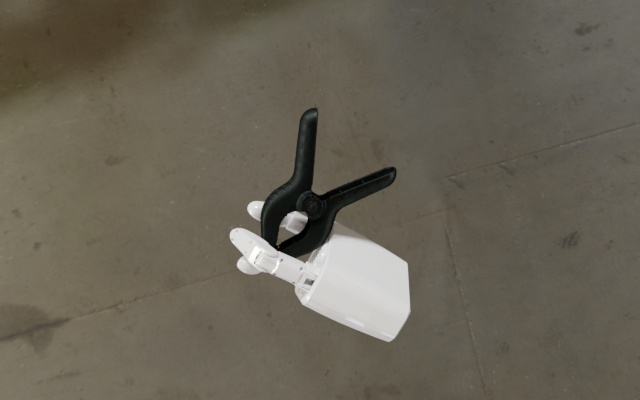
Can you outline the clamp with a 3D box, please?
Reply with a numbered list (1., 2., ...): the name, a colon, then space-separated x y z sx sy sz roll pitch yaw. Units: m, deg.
1. clamp: 0.000 0.002 0.511 0.120 0.171 0.039 27 12 -8
